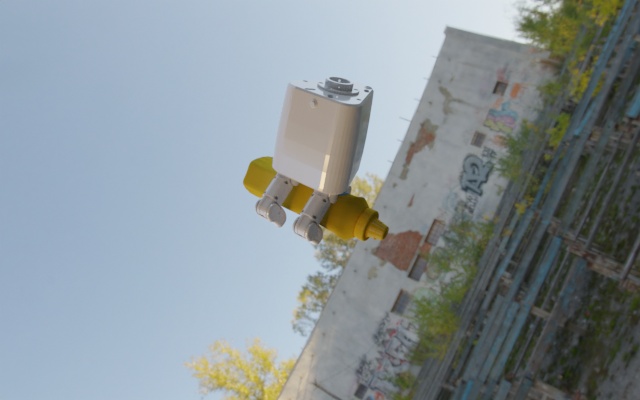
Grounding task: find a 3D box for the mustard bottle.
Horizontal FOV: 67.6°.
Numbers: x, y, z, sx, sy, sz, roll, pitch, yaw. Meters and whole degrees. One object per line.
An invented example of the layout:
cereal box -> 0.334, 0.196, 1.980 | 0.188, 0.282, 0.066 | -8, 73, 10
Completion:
mustard bottle -> 0.000, 0.002, 0.614 | 0.191, 0.058, 0.096 | 25, 5, 24
